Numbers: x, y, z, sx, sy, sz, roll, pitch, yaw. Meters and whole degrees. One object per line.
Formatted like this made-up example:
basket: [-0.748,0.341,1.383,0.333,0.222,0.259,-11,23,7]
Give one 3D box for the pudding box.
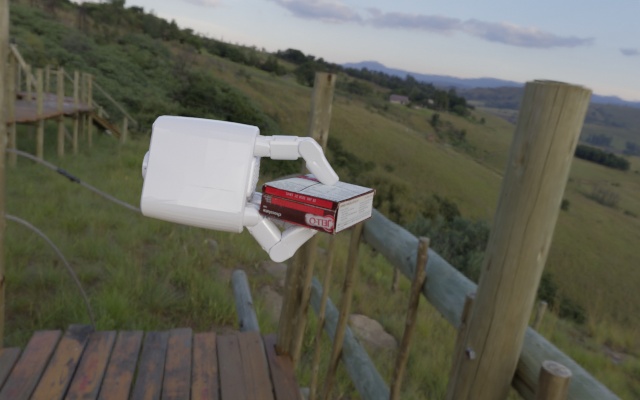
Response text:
pudding box: [0.000,0.002,0.525,0.090,0.039,0.113,15,15,24]
